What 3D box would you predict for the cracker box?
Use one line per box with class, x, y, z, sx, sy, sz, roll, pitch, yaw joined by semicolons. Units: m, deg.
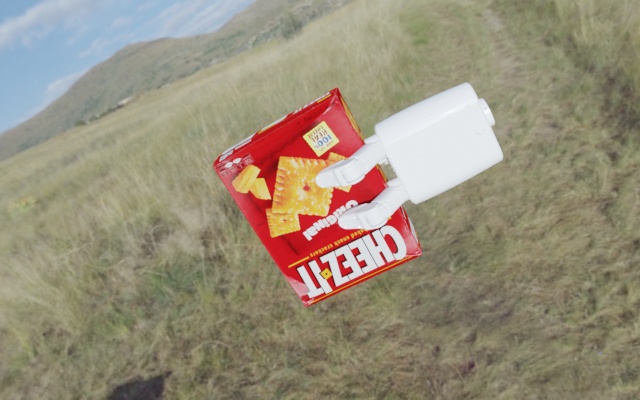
cracker box;0.000;0.002;0.569;0.164;0.214;0.072;-27;17;13
